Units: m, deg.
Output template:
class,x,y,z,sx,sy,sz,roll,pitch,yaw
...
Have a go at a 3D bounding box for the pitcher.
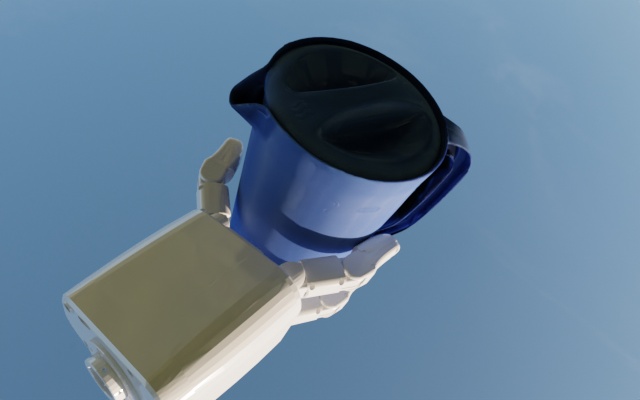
class,x,y,z,sx,sy,sz,roll,pitch,yaw
pitcher,0.000,0.001,0.406,0.145,0.149,0.243,-39,-14,-38
